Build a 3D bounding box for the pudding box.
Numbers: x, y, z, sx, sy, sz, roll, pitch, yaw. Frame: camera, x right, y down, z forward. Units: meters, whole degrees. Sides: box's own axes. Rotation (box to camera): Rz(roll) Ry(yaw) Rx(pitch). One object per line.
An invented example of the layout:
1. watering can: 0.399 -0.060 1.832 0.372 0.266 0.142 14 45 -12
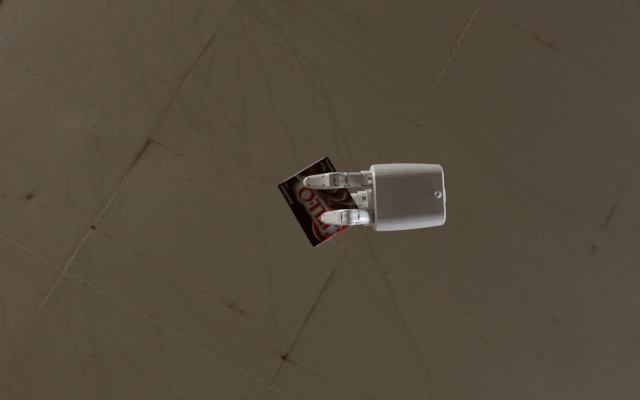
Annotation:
1. pudding box: 0.000 0.002 0.735 0.090 0.113 0.039 -31 -2 0
